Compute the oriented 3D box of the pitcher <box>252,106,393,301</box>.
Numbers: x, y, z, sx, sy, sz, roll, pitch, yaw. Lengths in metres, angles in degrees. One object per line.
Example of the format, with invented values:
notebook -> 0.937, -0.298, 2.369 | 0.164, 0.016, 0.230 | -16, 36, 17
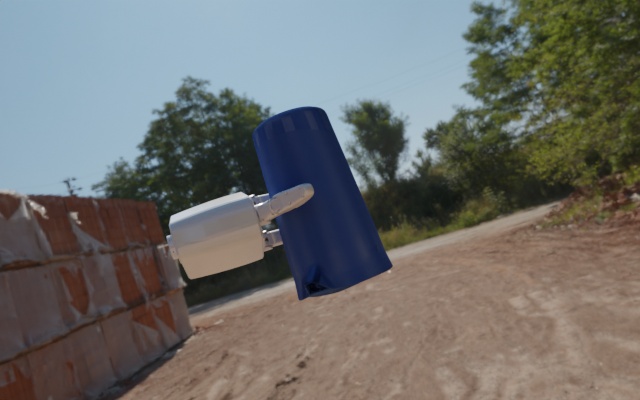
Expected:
pitcher -> 0.000, 0.002, 0.655 | 0.145, 0.243, 0.149 | -18, -6, -14
